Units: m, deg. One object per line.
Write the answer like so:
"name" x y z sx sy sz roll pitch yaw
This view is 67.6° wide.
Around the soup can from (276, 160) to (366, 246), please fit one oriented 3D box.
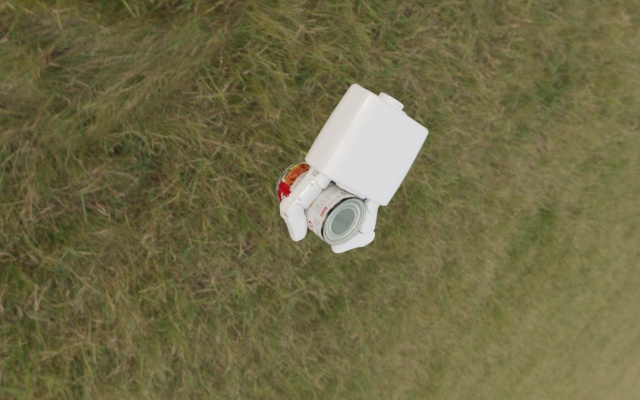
"soup can" 0.000 0.002 0.596 0.068 0.068 0.102 0 28 -42
